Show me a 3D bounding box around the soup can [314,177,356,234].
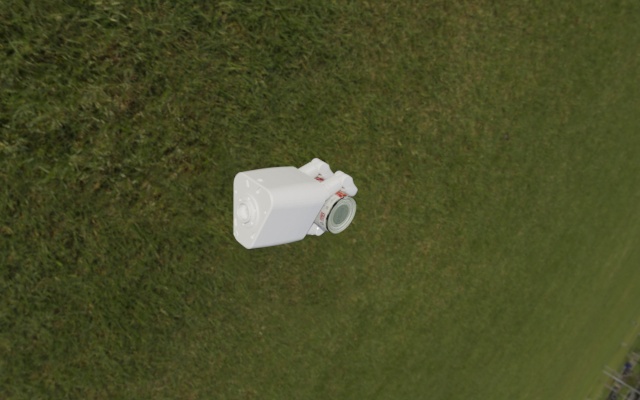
[{"bbox_3d":[0.001,0.003,0.790,0.102,0.068,0.068,32,20,37],"label":"soup can"}]
